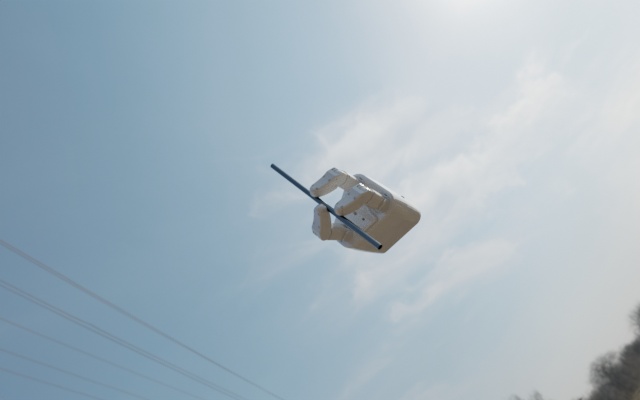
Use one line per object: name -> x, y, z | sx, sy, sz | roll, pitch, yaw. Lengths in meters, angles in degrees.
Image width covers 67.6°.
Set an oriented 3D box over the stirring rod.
stirring rod -> 0.000, 0.002, 0.683 | 0.011, 0.011, 0.239 | 0, 29, -46
